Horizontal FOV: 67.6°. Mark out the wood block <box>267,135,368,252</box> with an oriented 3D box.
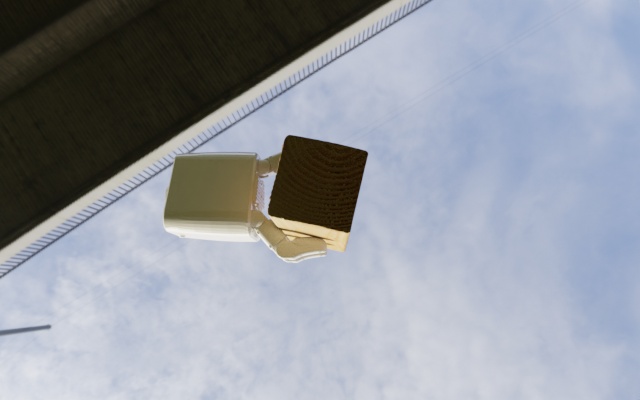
[{"bbox_3d":[0.000,0.002,0.586,0.090,0.091,0.206,12,-10,4],"label":"wood block"}]
